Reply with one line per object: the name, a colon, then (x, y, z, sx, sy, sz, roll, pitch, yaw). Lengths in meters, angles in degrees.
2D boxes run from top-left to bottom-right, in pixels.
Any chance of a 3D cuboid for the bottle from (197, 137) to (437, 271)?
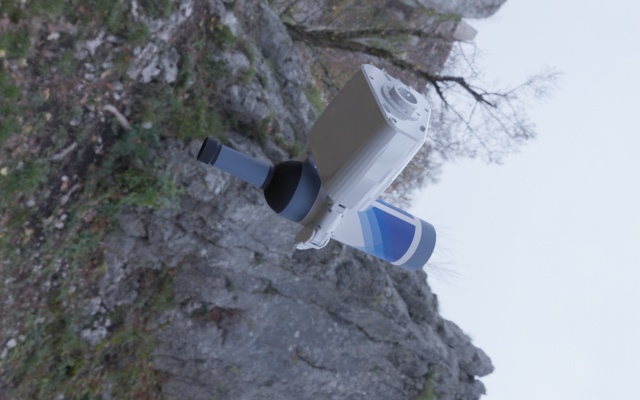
bottle: (0.000, 0.002, 0.556, 0.296, 0.069, 0.069, 25, -9, -21)
